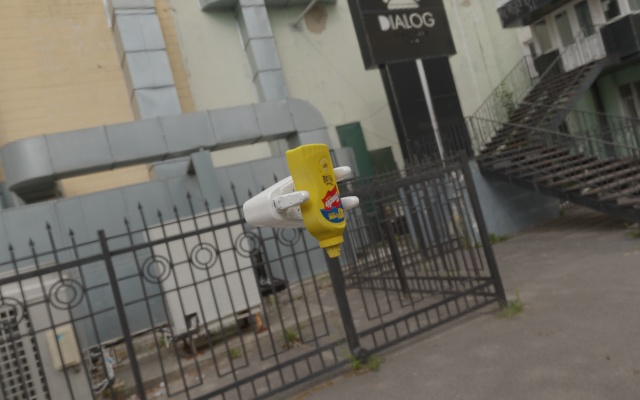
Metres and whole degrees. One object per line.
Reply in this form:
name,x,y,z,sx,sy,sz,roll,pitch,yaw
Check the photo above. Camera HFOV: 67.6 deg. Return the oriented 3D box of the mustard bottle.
mustard bottle,0.000,0.002,0.808,0.058,0.191,0.096,-15,-1,28
